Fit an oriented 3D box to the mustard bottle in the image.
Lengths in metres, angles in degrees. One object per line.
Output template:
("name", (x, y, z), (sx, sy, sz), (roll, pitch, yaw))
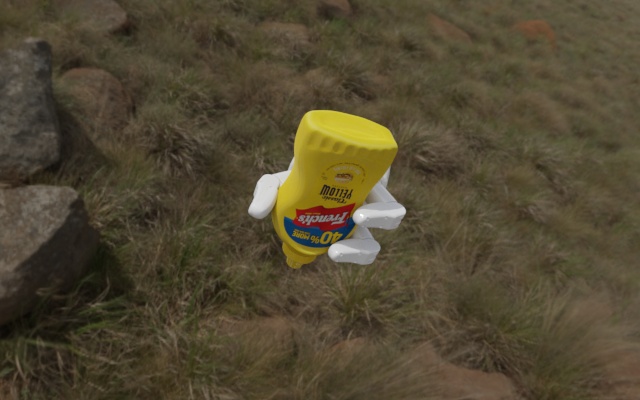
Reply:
("mustard bottle", (0.000, 0.002, 0.507), (0.096, 0.192, 0.058), (8, 38, -21))
